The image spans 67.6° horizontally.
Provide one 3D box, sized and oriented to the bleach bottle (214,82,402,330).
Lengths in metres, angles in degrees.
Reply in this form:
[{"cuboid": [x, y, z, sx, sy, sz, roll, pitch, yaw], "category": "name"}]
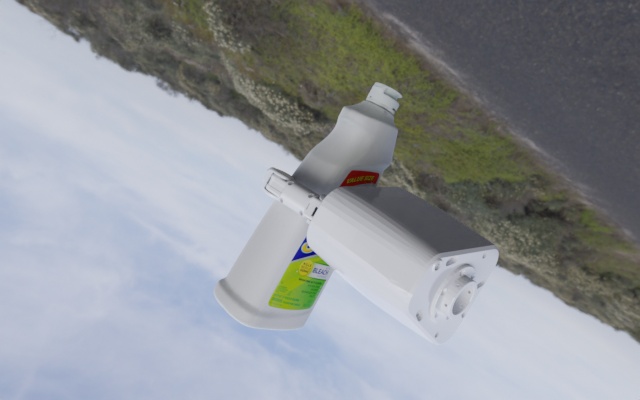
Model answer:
[{"cuboid": [0.000, 0.002, 0.460, 0.068, 0.251, 0.102, 33, 7, 39], "category": "bleach bottle"}]
